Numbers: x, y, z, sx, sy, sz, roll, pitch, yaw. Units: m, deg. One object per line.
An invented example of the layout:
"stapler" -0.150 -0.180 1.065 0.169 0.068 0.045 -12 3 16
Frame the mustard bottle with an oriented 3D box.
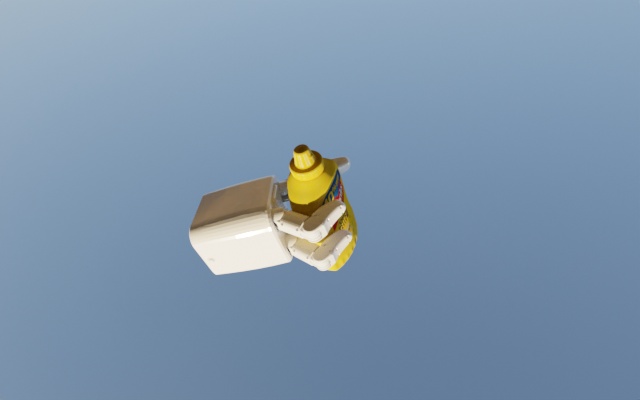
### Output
"mustard bottle" 0.000 0.002 0.616 0.058 0.096 0.192 8 -37 24
